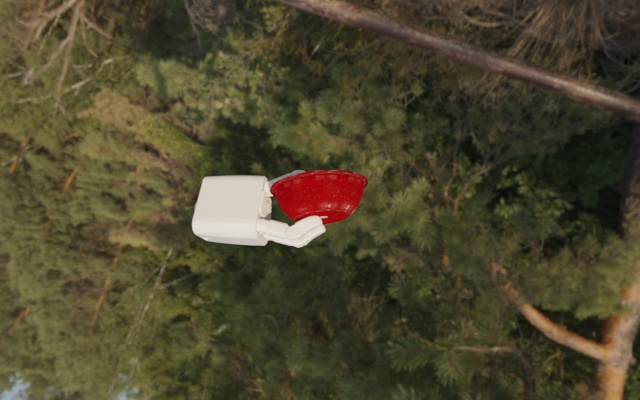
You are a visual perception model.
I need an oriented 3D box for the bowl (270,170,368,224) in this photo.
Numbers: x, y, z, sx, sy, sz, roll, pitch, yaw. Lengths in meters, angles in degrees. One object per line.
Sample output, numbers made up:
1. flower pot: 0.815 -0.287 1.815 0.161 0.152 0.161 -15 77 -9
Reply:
1. bowl: 0.001 0.003 0.773 0.162 0.055 0.162 -5 -16 -2
